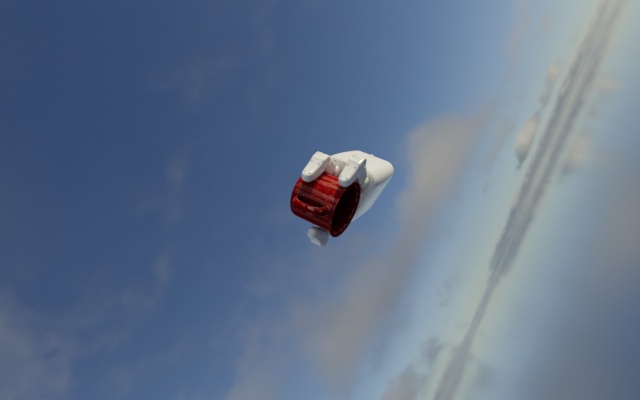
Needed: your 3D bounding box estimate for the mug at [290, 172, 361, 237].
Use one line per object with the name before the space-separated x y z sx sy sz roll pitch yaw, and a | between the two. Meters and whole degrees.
mug | -0.001 0.003 0.745 0.081 0.093 0.117 24 22 23
